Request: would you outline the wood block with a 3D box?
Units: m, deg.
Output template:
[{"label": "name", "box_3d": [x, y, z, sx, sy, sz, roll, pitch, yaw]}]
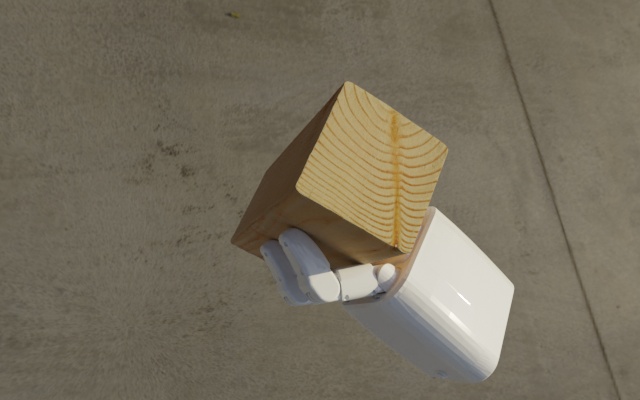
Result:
[{"label": "wood block", "box_3d": [0.001, 0.001, 0.404, 0.090, 0.090, 0.206, 30, -23, -12]}]
